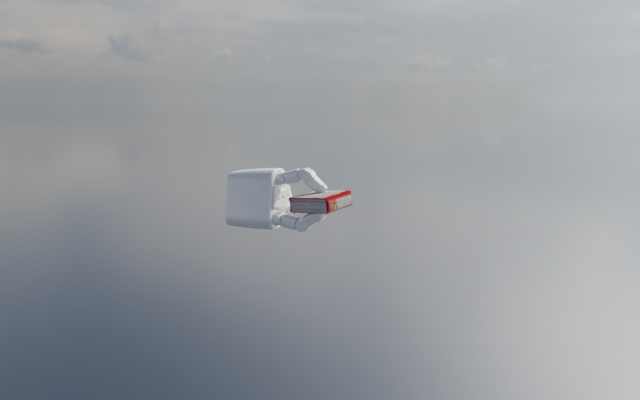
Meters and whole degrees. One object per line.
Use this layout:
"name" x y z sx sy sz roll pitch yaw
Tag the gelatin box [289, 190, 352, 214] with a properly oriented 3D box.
"gelatin box" 0.000 0.002 0.850 0.089 0.030 0.073 0 11 39
